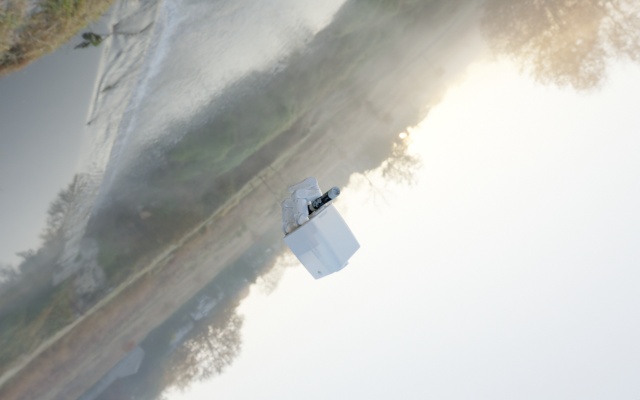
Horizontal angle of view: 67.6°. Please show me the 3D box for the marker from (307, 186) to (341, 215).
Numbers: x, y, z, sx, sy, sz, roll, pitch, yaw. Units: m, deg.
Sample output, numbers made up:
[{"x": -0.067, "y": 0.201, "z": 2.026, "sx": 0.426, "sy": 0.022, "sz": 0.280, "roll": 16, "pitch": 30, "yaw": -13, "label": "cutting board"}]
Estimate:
[{"x": 0.000, "y": 0.003, "z": 0.895, "sx": 0.020, "sy": 0.020, "sz": 0.121, "roll": 0, "pitch": -19, "yaw": -29, "label": "marker"}]
